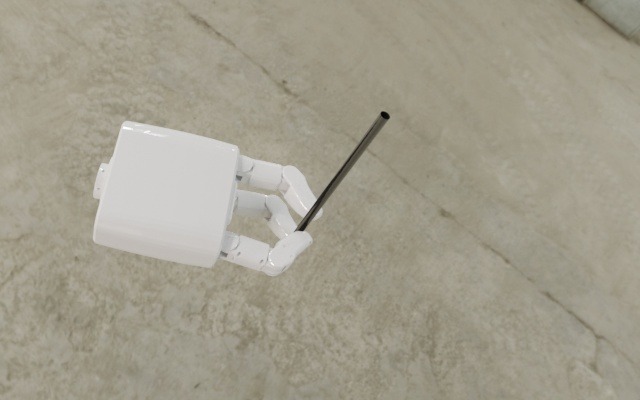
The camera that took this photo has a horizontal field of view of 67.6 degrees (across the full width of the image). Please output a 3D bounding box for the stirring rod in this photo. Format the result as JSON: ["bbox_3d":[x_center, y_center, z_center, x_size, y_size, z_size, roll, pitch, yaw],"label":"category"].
[{"bbox_3d":[0.000,0.002,0.440,0.011,0.011,0.240,0,-32,-28],"label":"stirring rod"}]
